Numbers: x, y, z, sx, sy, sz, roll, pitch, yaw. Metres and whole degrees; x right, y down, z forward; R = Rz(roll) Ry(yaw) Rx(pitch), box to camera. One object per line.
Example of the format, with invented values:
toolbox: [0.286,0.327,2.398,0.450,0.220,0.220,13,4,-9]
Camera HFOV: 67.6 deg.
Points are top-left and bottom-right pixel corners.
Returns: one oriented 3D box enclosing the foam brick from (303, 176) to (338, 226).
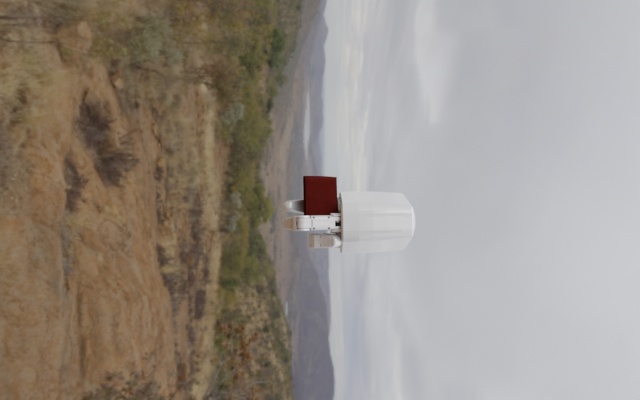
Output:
foam brick: [0.000,0.002,0.741,0.051,0.078,0.053,-1,-2,1]
